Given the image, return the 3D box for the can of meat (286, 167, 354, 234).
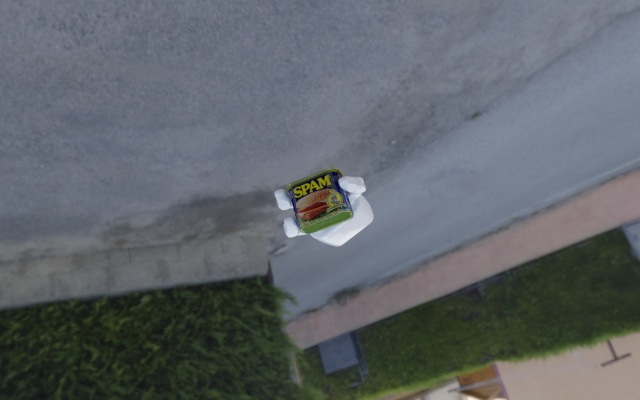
[{"bbox_3d":[0.000,0.003,0.828,0.102,0.084,0.057,-21,-22,13],"label":"can of meat"}]
